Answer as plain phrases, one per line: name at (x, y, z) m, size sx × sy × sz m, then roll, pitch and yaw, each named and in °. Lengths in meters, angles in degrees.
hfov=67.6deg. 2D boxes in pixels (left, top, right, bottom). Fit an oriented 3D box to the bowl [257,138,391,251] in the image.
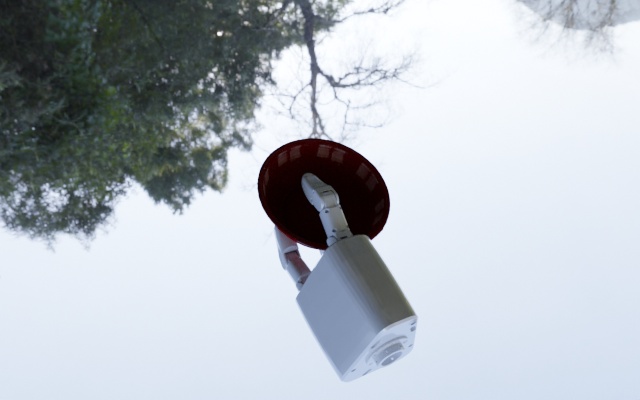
bowl at (0.000, 0.001, 0.581) m, size 0.162 × 0.162 × 0.055 m, roll 0°, pitch -34°, yaw -17°
